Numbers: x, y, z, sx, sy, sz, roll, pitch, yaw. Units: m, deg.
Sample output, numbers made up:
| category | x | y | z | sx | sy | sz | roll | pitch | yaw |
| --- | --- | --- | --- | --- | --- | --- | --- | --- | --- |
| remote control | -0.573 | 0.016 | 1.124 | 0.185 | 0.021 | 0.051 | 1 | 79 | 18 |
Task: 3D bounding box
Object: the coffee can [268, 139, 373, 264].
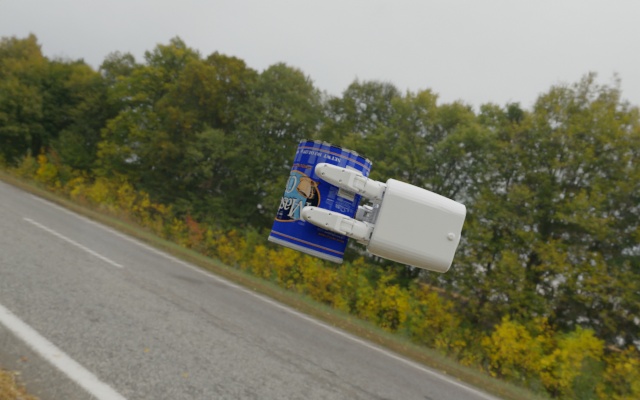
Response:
| category | x | y | z | sx | sy | sz | roll | pitch | yaw |
| --- | --- | --- | --- | --- | --- | --- | --- | --- | --- |
| coffee can | 0.000 | 0.002 | 0.636 | 0.103 | 0.140 | 0.103 | 18 | -5 | 1 |
